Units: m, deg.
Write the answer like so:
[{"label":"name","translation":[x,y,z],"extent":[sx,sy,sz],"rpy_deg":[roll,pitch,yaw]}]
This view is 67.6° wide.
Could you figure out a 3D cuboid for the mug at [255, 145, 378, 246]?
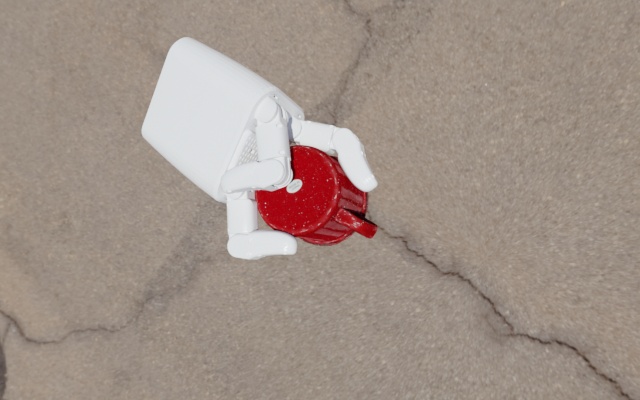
[{"label":"mug","translation":[0.001,0.002,0.444],"extent":[0.117,0.093,0.081],"rpy_deg":[34,5,20]}]
